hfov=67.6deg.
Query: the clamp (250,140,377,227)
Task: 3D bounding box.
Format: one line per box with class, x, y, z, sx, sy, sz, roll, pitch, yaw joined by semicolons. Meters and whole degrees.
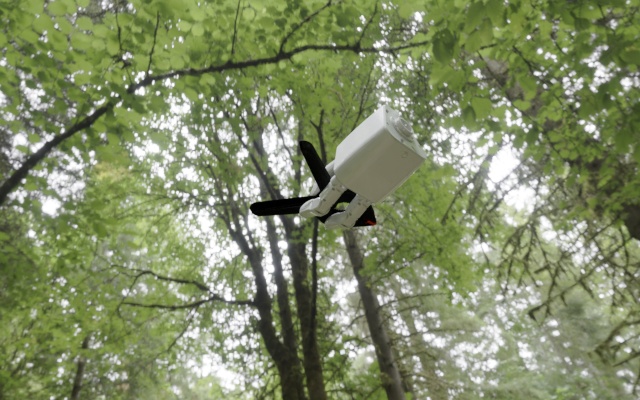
clamp;0.001;0.002;0.786;0.210;0.036;0.165;29;-54;-31
